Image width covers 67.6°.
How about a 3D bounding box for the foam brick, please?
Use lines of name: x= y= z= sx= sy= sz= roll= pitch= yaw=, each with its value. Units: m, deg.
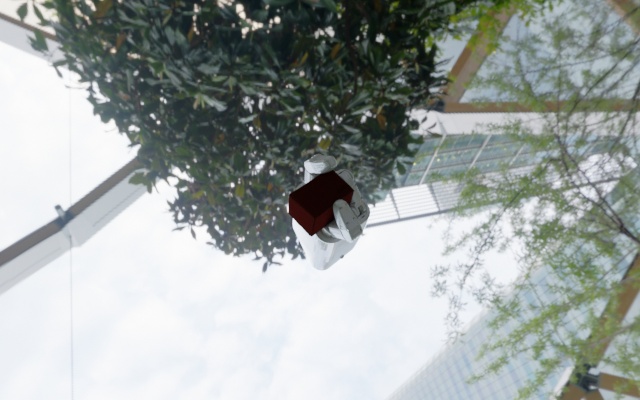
foam brick: x=0.000 y=0.002 z=0.670 sx=0.078 sy=0.053 sz=0.051 roll=-34 pitch=-22 yaw=-27
